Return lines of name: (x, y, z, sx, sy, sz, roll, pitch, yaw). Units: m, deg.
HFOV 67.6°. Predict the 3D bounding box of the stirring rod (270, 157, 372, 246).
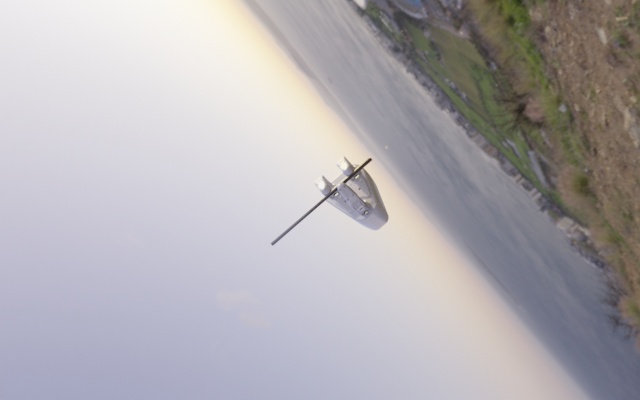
stirring rod: (0.000, 0.003, 0.865, 0.239, 0.011, 0.011, -41, -7, 8)
